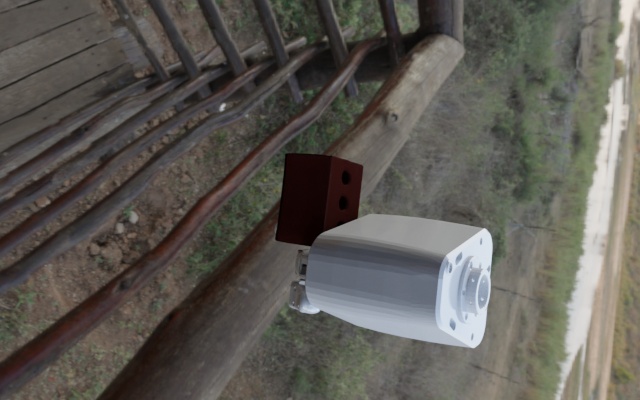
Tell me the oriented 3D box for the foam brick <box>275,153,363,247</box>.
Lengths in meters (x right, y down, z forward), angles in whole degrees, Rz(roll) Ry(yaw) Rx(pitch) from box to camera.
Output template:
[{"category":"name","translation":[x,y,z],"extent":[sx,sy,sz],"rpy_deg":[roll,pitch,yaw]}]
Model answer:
[{"category":"foam brick","translation":[0.000,0.001,0.417],"extent":[0.051,0.078,0.053],"rpy_deg":[4,-4,38]}]
